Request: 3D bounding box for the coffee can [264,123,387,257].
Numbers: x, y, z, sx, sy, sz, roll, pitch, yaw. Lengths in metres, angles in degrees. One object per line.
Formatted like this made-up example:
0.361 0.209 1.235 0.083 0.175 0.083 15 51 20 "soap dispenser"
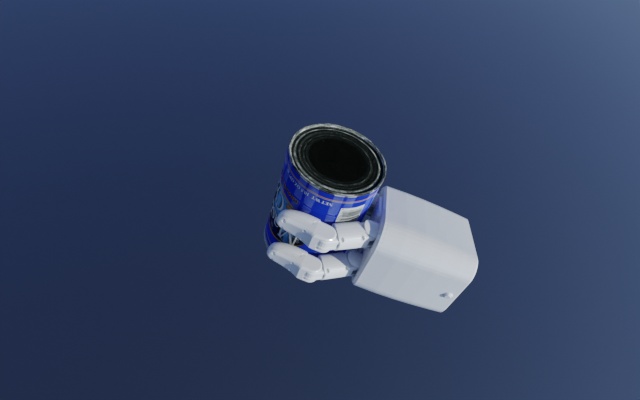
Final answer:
0.000 0.002 0.527 0.103 0.102 0.140 0 -40 -20 "coffee can"
